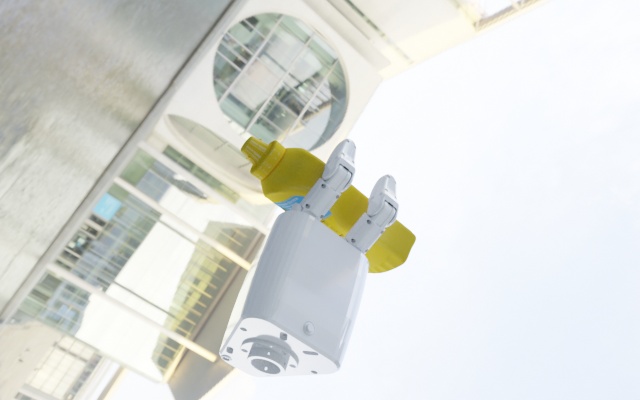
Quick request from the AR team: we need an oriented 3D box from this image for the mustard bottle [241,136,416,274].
[{"bbox_3d":[0.000,0.001,0.484,0.192,0.058,0.096,37,-21,-19],"label":"mustard bottle"}]
